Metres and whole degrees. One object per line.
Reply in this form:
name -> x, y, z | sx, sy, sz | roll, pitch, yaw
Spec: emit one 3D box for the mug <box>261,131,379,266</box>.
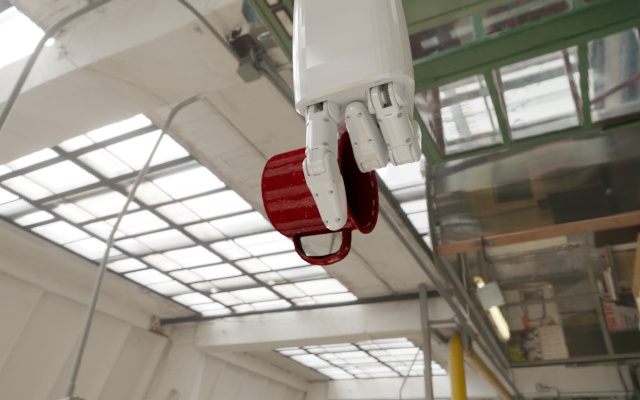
mug -> 0.000, 0.003, 0.434 | 0.081, 0.117, 0.093 | -10, -19, 24
